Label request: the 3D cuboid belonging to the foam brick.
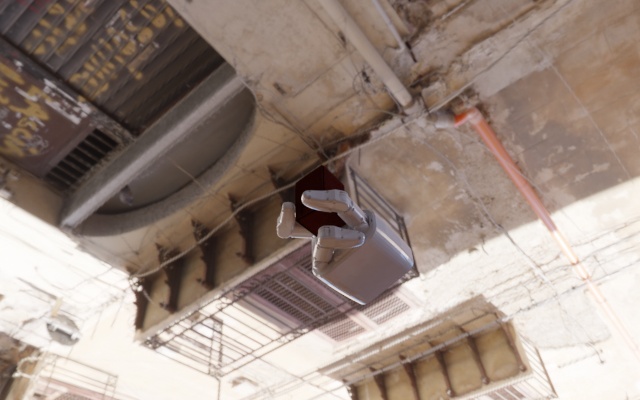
[{"bbox_3d":[0.000,0.002,0.665,0.053,0.078,0.051,-31,-51,27],"label":"foam brick"}]
